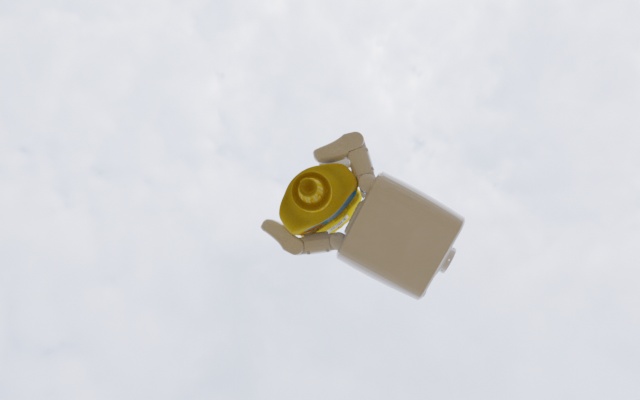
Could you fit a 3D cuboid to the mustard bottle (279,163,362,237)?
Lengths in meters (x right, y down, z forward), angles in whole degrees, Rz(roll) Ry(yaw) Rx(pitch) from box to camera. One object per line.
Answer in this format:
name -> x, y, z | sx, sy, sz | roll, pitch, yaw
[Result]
mustard bottle -> 0.000, 0.002, 0.548 | 0.096, 0.058, 0.191 | -37, -10, 1
